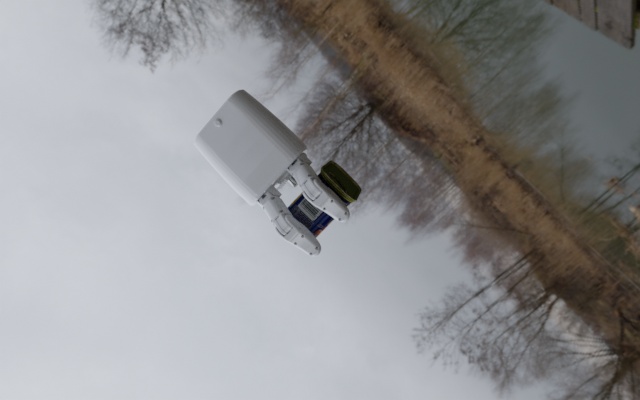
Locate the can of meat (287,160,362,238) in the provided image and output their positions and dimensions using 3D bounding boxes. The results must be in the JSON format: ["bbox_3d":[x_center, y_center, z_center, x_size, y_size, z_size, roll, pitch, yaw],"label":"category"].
[{"bbox_3d":[0.000,0.002,0.603,0.084,0.057,0.102,-45,1,14],"label":"can of meat"}]
